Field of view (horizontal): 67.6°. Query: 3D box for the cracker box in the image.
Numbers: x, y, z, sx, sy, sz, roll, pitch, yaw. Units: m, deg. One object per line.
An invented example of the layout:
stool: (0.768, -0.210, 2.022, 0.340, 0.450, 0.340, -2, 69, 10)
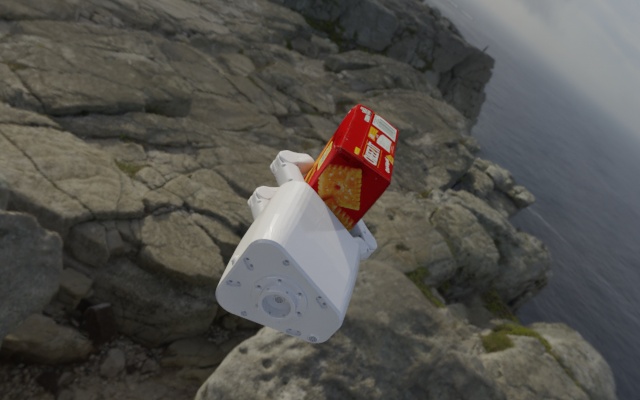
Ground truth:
cracker box: (0.000, 0.002, 0.574, 0.072, 0.214, 0.164, 35, 29, -7)
